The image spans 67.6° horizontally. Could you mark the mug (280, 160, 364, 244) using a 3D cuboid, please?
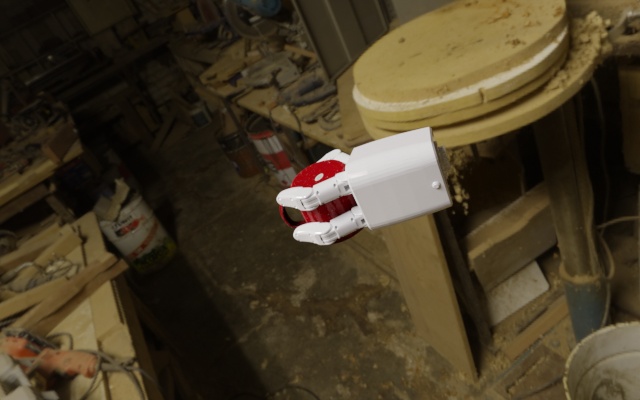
[{"bbox_3d":[-0.001,0.002,0.649,0.117,0.081,0.093,-17,32,16],"label":"mug"}]
